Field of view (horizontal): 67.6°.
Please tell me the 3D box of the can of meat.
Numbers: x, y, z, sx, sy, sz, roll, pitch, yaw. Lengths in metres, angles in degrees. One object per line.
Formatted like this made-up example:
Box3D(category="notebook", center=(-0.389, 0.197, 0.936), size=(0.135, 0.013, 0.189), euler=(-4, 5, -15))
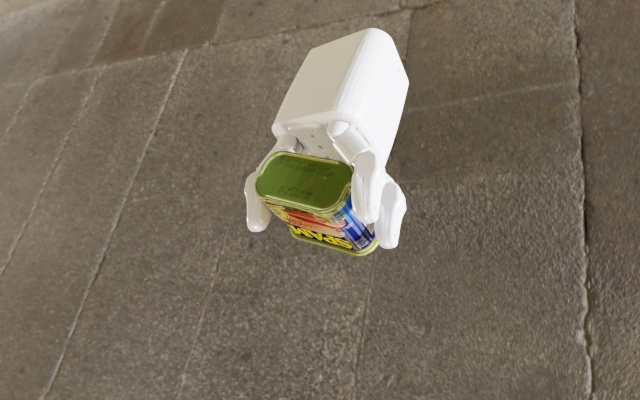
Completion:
Box3D(category="can of meat", center=(0.000, 0.001, 0.441), size=(0.102, 0.057, 0.084), euler=(13, -22, 32))
